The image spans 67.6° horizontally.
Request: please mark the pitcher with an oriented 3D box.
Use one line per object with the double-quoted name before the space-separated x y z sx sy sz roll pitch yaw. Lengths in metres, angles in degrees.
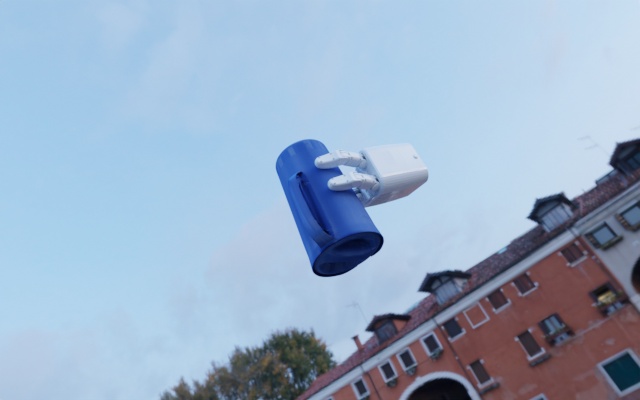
"pitcher" 0.000 0.003 0.858 0.145 0.242 0.149 -13 -34 -21
